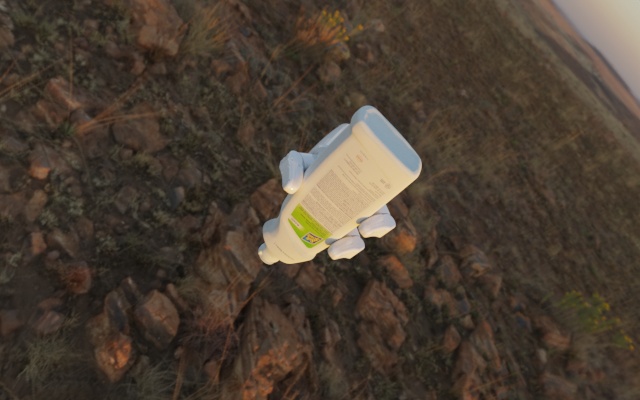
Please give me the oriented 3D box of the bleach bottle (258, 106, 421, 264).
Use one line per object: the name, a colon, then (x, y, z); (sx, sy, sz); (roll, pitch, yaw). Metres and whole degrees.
bleach bottle: (0.000, 0.002, 0.593); (0.251, 0.102, 0.068); (-40, 7, 33)
